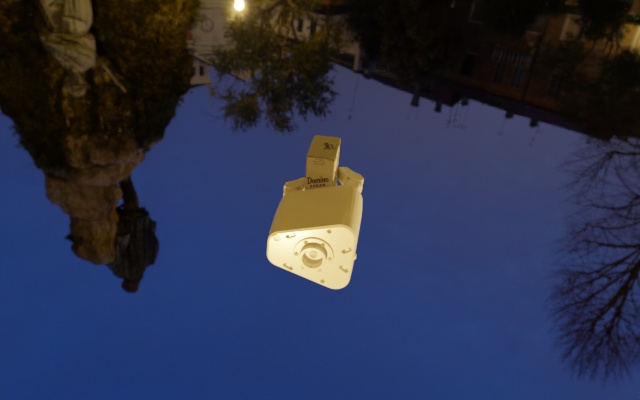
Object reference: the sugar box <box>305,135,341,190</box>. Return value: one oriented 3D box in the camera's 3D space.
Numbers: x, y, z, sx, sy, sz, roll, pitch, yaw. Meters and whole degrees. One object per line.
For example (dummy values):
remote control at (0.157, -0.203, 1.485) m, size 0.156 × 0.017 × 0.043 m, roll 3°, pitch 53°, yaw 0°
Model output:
sugar box at (0.001, 0.003, 0.703) m, size 0.048 × 0.176 × 0.093 m, roll 9°, pitch 27°, yaw 3°
